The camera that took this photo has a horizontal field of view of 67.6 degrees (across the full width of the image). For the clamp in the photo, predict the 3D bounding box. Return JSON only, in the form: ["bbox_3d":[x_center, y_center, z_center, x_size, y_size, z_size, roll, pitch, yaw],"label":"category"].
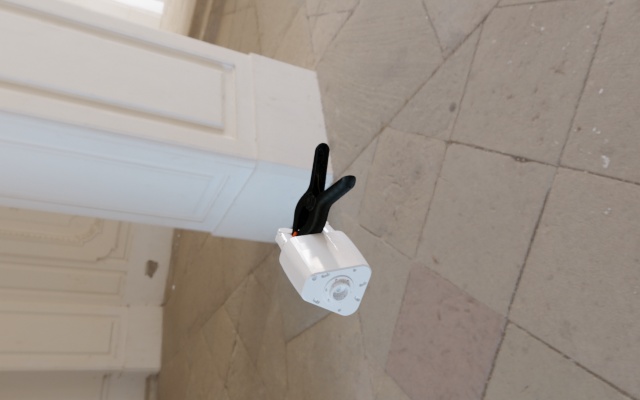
[{"bbox_3d":[-0.001,0.003,0.774,0.039,0.171,0.120,10,20,-26],"label":"clamp"}]
